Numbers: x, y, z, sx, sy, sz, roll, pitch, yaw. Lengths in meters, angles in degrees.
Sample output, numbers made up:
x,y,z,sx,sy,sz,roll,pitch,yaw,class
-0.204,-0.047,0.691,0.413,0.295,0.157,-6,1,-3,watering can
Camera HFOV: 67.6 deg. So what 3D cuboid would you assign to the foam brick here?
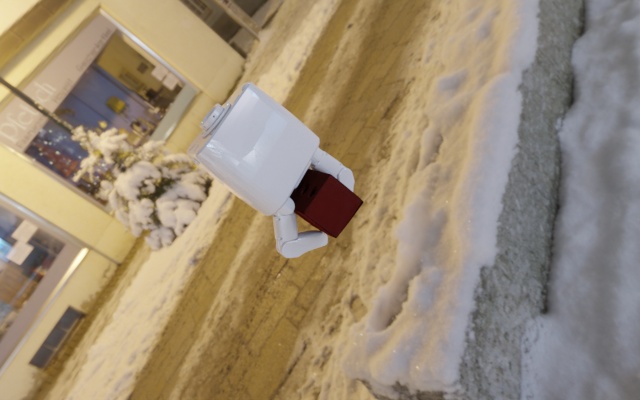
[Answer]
x,y,z,sx,sy,sz,roll,pitch,yaw,class
0.000,0.002,0.544,0.051,0.053,0.078,39,-8,-23,foam brick
